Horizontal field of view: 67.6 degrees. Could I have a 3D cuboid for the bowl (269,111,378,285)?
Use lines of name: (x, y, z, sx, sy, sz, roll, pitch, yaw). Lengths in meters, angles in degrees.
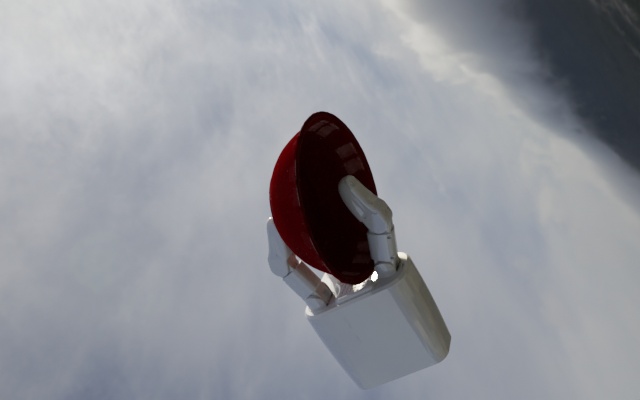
bowl: (-0.001, 0.000, 0.451, 0.055, 0.162, 0.162, -12, -6, 28)
